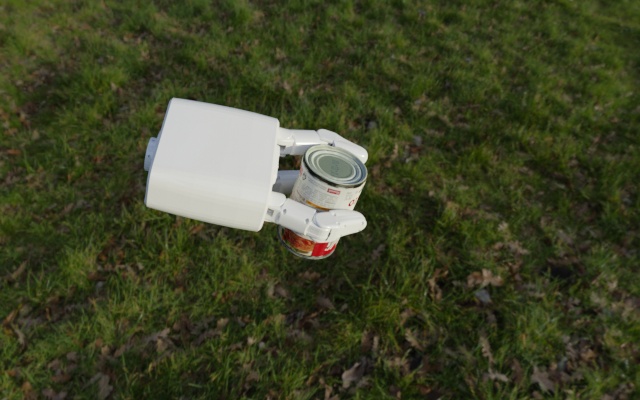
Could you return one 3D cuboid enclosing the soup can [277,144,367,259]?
[{"bbox_3d":[0.001,0.002,0.494,0.068,0.102,0.068,14,38,-11],"label":"soup can"}]
